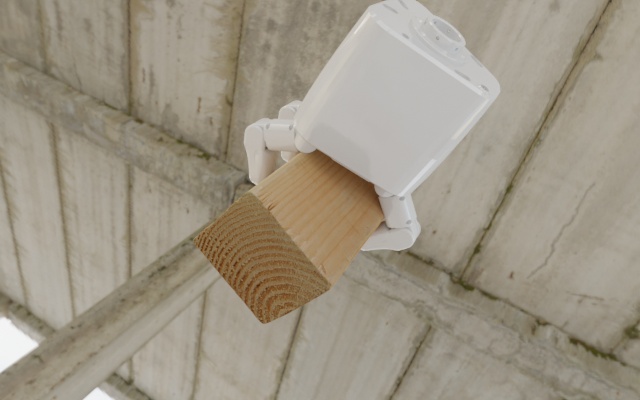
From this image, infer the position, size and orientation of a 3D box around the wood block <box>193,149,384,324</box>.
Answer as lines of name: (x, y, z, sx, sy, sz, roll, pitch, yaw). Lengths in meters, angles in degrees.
wood block: (0.001, 0.001, 0.429, 0.090, 0.091, 0.206, -36, 5, 39)
